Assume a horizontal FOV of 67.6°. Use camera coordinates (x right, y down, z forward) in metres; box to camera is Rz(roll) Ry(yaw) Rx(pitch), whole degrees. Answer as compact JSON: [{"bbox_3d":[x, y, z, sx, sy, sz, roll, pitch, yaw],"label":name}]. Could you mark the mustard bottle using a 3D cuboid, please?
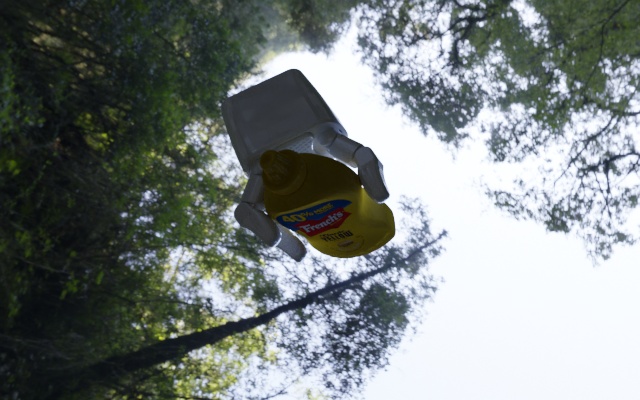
[{"bbox_3d":[0.000,0.002,0.477,0.096,0.058,0.192,-15,-30,24],"label":"mustard bottle"}]
